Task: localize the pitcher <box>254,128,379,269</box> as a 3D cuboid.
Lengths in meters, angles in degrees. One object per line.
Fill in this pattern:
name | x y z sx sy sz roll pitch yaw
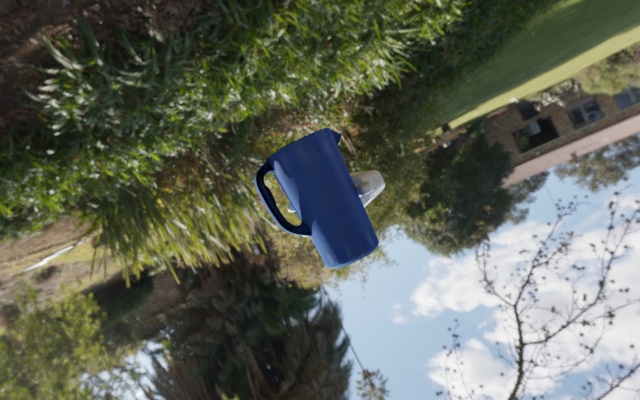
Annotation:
pitcher | 0.000 0.003 0.880 0.149 0.243 0.145 -26 1 28
